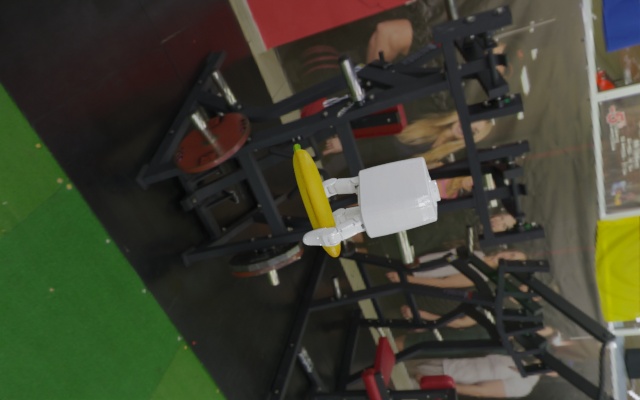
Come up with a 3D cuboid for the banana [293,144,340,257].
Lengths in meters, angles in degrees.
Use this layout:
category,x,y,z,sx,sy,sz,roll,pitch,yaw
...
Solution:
category,x,y,z,sx,sy,sz,roll,pitch,yaw
banana,-0.004,0.001,0.761,0.037,0.198,0.069,-17,3,12
